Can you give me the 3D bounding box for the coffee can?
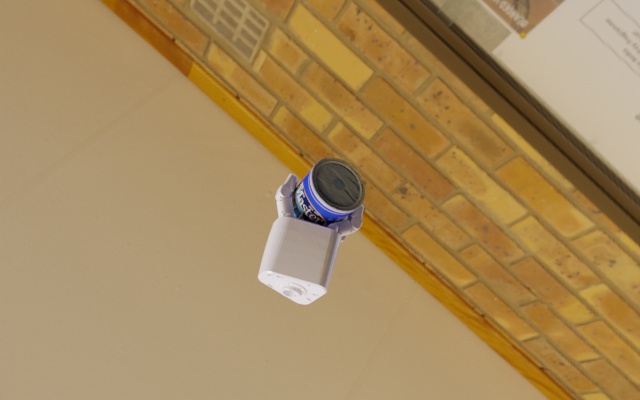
[{"bbox_3d":[0.000,0.003,0.850,0.103,0.102,0.140,0,-26,-30],"label":"coffee can"}]
